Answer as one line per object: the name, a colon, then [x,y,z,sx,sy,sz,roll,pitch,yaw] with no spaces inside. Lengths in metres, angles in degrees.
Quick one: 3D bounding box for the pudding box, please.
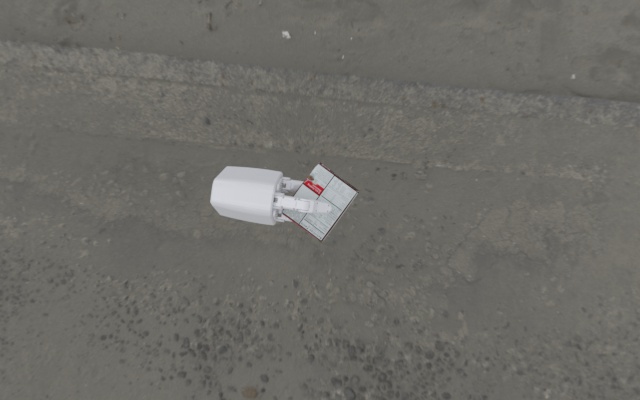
pudding box: [0.000,0.003,0.837,0.090,0.113,0.039,37,4,3]
